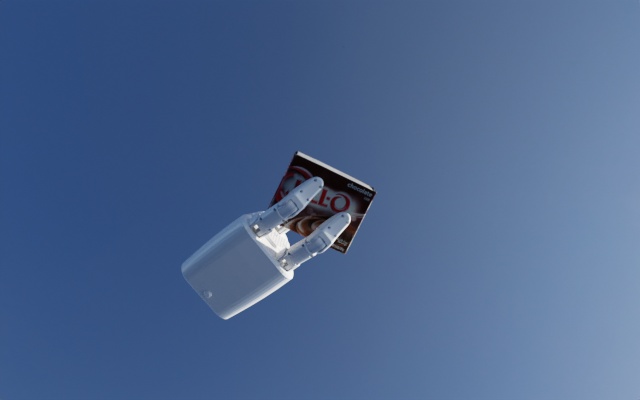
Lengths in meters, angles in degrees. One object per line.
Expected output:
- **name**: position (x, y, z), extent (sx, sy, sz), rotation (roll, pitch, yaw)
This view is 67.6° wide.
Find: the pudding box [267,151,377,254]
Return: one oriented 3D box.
- **pudding box**: position (0.000, 0.002, 0.599), extent (0.113, 0.090, 0.039), rotation (24, 14, -7)
